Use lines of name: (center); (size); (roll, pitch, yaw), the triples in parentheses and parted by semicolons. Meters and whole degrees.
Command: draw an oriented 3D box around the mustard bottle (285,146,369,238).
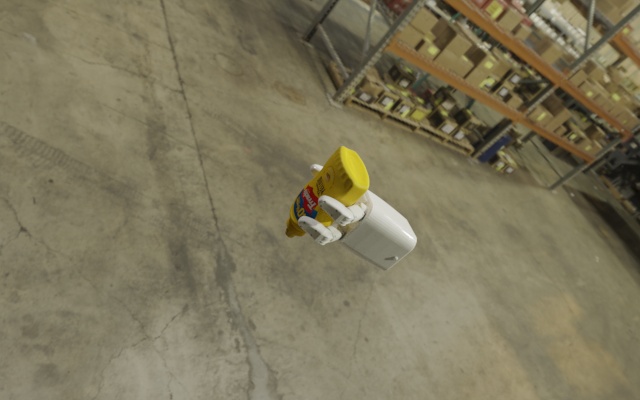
mustard bottle: (0.000, 0.002, 0.817); (0.058, 0.096, 0.192); (19, -50, -35)
